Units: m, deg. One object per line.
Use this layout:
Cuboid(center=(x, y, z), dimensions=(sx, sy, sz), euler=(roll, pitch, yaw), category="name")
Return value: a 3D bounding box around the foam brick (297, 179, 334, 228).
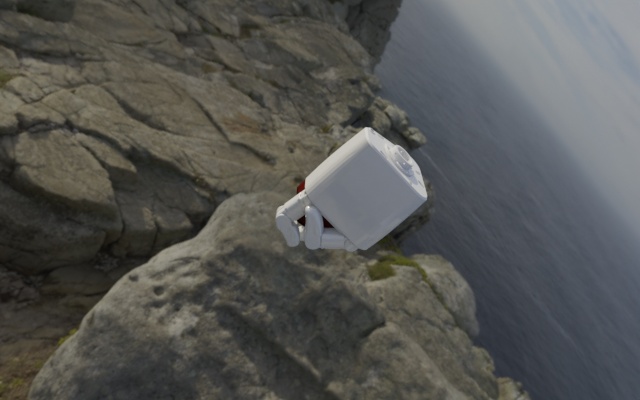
Cuboid(center=(0.000, 0.002, 0.665), dimensions=(0.053, 0.051, 0.078), euler=(37, 28, -22), category="foam brick")
